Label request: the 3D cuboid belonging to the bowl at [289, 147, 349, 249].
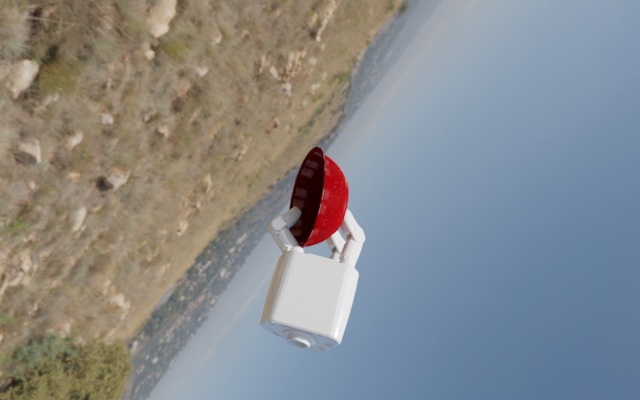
[{"bbox_3d":[0.001,0.001,0.731,0.055,0.162,0.162,12,-4,-18],"label":"bowl"}]
